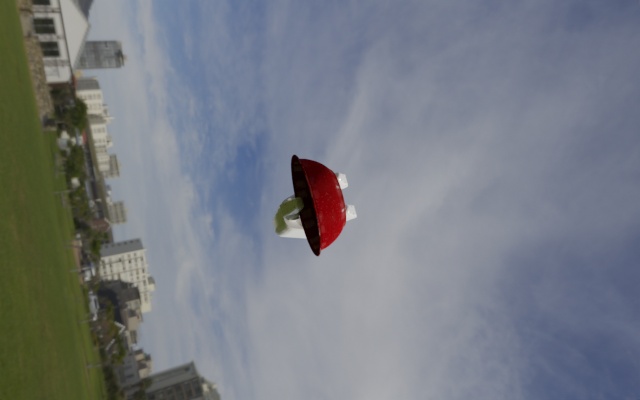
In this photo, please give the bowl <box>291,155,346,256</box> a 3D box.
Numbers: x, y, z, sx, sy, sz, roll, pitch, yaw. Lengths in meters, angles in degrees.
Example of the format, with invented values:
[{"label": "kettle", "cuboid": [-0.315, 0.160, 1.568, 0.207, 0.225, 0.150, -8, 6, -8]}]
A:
[{"label": "bowl", "cuboid": [0.001, 0.002, 0.743, 0.055, 0.162, 0.162, -13, 2, -10]}]
